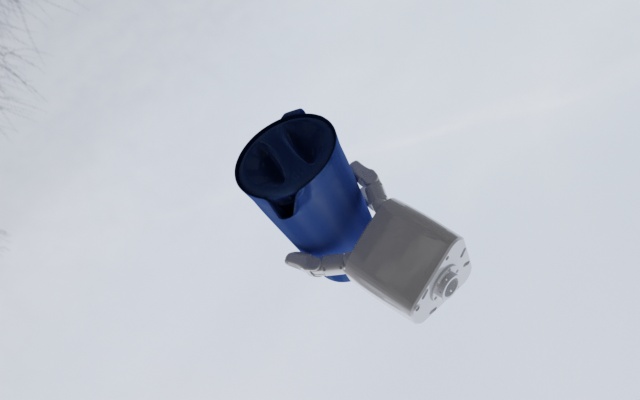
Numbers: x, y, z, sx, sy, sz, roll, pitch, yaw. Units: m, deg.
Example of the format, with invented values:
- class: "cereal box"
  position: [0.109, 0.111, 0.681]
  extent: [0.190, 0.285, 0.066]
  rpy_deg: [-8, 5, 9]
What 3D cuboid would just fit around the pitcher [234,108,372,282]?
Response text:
- class: "pitcher"
  position: [0.000, 0.002, 0.653]
  extent: [0.145, 0.149, 0.243]
  rpy_deg: [29, -19, 40]
